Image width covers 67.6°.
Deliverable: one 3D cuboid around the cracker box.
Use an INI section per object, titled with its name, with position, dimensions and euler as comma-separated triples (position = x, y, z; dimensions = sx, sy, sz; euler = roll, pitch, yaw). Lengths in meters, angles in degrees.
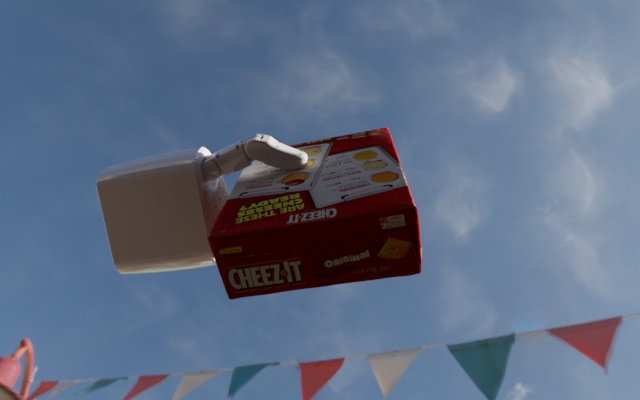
[cracker box]
position = 0.000, 0.001, 0.469
dimensions = 0.164, 0.072, 0.213
euler = -9, 24, 6
